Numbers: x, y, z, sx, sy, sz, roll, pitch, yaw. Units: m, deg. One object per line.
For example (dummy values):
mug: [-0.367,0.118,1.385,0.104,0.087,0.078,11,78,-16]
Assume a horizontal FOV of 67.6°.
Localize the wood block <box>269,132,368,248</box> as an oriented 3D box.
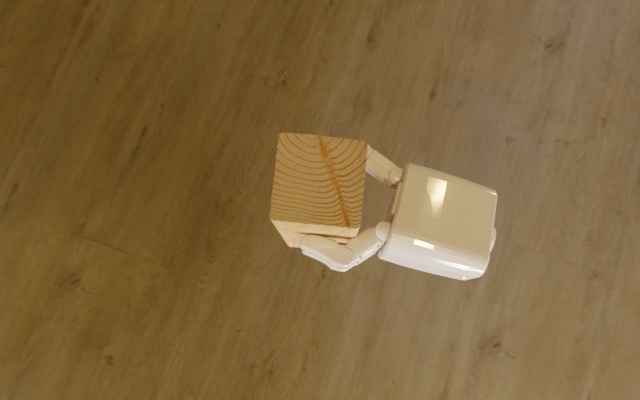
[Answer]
wood block: [0.001,0.002,0.558,0.090,0.090,0.206,6,-13,2]
